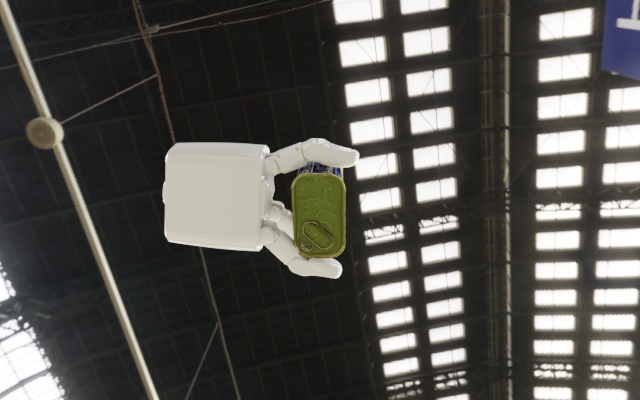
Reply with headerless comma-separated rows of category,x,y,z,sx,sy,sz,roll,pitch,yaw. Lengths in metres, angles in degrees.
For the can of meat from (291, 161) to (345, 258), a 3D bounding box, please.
can of meat,0.000,0.002,0.551,0.057,0.102,0.084,0,24,3
